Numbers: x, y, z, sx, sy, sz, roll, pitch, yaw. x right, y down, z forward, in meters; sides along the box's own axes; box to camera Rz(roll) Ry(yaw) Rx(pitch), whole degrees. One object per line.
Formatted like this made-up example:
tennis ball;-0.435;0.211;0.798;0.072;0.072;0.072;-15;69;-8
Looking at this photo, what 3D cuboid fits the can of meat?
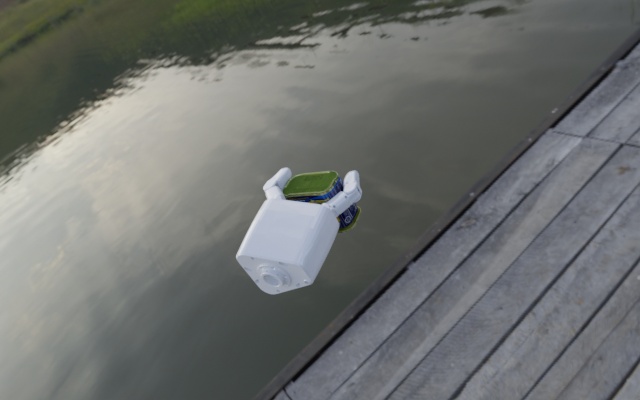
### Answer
can of meat;0.000;0.002;0.750;0.102;0.084;0.057;-4;42;35
